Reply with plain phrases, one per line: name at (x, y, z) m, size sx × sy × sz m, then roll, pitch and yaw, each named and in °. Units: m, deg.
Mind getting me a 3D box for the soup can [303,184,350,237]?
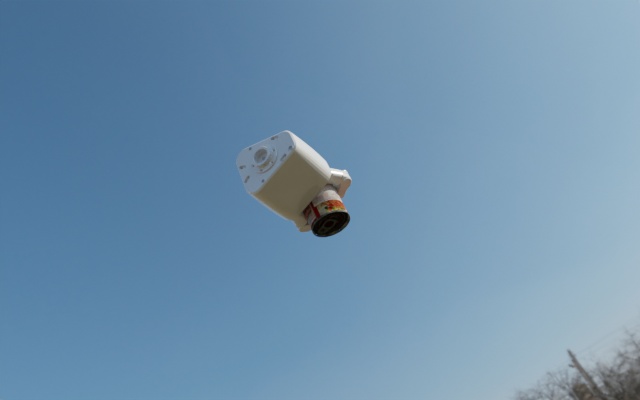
soup can at (0.000, 0.003, 0.816) m, size 0.068 × 0.102 × 0.069 m, roll -17°, pitch -36°, yaw -13°
